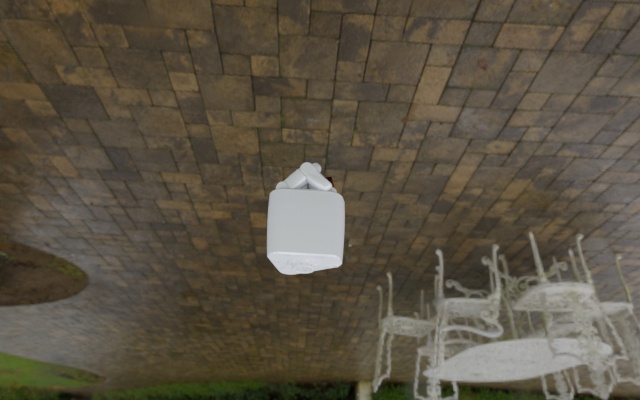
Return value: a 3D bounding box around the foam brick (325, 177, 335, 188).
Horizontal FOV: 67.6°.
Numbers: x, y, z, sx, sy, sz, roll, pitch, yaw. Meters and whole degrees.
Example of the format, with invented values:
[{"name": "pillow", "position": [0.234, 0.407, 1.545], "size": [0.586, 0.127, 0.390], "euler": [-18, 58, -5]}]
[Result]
[{"name": "foam brick", "position": [0.000, 0.003, 0.814], "size": [0.053, 0.051, 0.078], "euler": [-5, -30, 11]}]
